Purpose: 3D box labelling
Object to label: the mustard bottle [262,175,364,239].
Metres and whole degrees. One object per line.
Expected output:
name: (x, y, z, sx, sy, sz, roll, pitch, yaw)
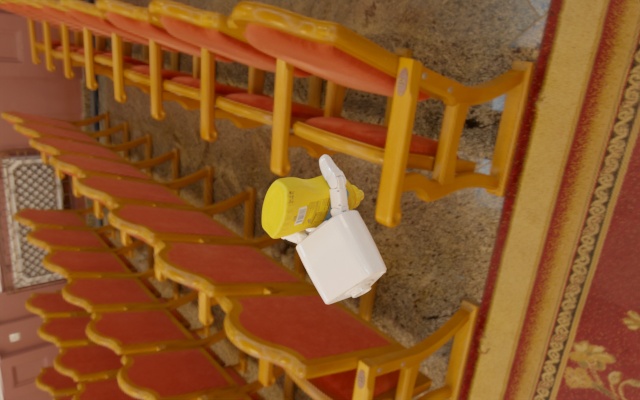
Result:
mustard bottle: (0.000, 0.002, 0.780, 0.191, 0.096, 0.058, -9, 38, -40)
